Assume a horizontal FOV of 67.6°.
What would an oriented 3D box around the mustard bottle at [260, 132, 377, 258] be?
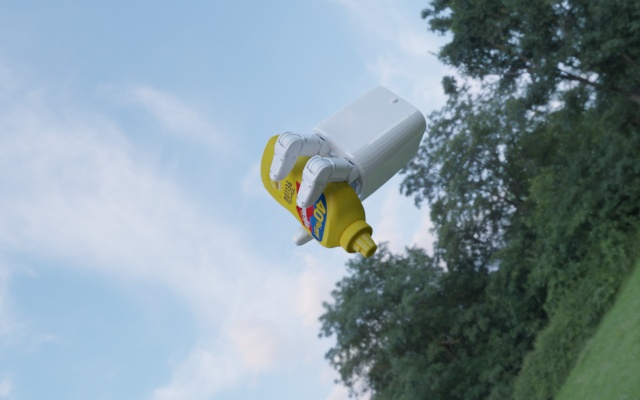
[{"bbox_3d":[0.000,0.002,0.584,0.058,0.096,0.191,-22,50,-33],"label":"mustard bottle"}]
